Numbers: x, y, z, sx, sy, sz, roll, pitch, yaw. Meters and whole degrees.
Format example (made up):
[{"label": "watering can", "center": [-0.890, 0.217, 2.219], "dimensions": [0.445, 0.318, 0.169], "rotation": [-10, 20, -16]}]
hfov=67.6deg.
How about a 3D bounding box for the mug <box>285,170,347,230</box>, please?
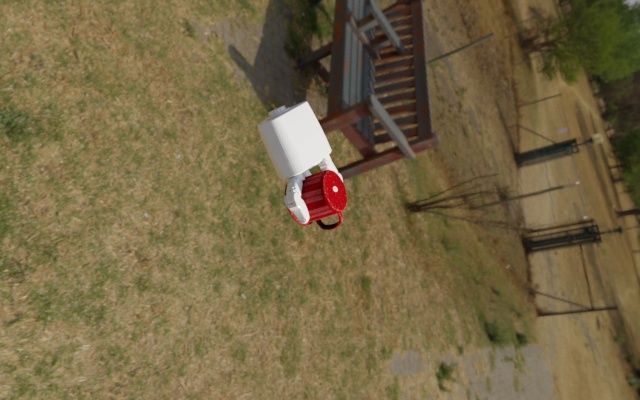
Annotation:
[{"label": "mug", "center": [0.001, 0.004, 0.874], "dimensions": [0.081, 0.117, 0.093], "rotation": [-17, 18, 31]}]
